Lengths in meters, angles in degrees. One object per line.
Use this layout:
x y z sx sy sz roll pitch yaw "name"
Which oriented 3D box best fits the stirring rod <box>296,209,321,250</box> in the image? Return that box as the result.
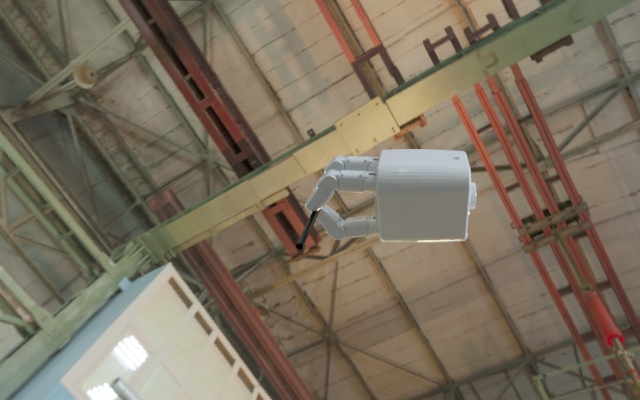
0.000 0.002 0.622 0.011 0.011 0.239 0 23 12 "stirring rod"
